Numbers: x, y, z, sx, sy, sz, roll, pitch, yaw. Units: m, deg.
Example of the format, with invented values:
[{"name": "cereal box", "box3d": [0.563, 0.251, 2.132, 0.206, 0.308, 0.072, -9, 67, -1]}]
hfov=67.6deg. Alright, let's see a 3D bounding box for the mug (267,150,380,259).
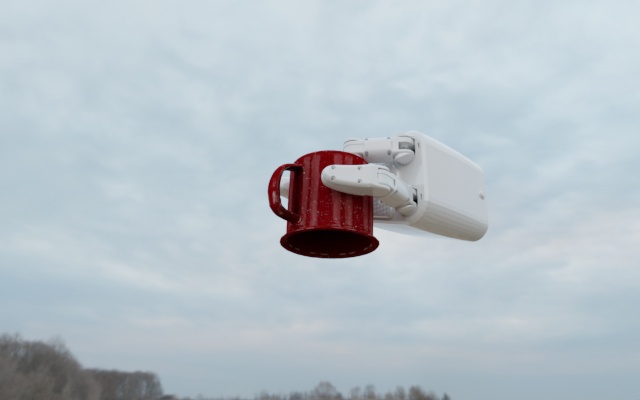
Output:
[{"name": "mug", "box3d": [-0.001, 0.001, 0.452, 0.117, 0.081, 0.093, 18, -28, -34]}]
